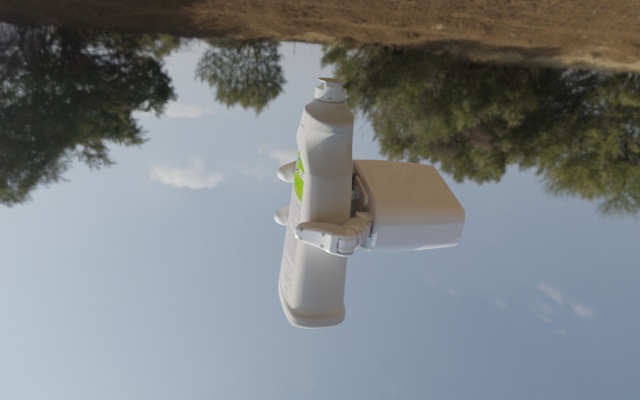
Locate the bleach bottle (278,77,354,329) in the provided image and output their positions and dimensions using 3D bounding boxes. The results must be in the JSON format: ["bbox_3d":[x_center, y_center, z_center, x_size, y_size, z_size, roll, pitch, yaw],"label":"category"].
[{"bbox_3d":[0.000,0.002,0.503,0.068,0.251,0.102,0,22,-17],"label":"bleach bottle"}]
